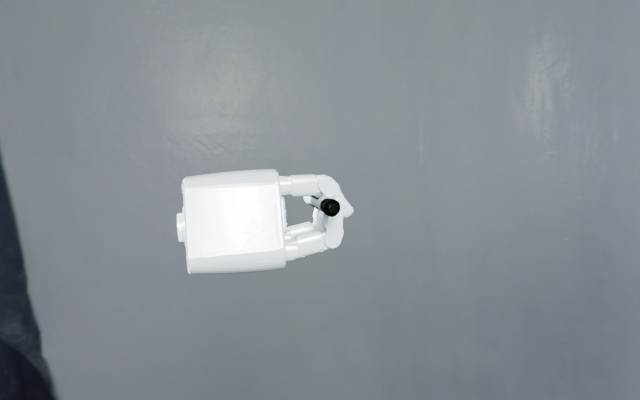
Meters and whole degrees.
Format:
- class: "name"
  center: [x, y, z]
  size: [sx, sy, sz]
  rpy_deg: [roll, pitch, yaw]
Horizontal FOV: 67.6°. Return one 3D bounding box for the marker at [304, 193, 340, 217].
- class: "marker"
  center: [0.000, 0.002, 0.541]
  size: [0.020, 0.020, 0.121]
  rpy_deg: [0, 6, -12]
